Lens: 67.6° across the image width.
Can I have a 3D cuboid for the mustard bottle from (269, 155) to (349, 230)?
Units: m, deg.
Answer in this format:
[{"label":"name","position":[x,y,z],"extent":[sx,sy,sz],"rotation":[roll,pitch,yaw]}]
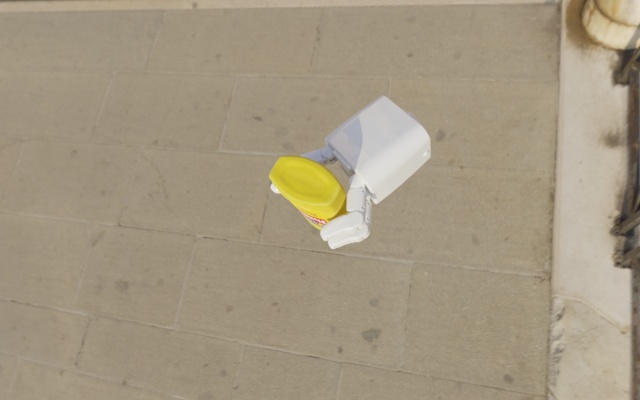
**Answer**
[{"label":"mustard bottle","position":[0.000,0.002,0.670],"extent":[0.096,0.058,0.192],"rotation":[25,-10,19]}]
